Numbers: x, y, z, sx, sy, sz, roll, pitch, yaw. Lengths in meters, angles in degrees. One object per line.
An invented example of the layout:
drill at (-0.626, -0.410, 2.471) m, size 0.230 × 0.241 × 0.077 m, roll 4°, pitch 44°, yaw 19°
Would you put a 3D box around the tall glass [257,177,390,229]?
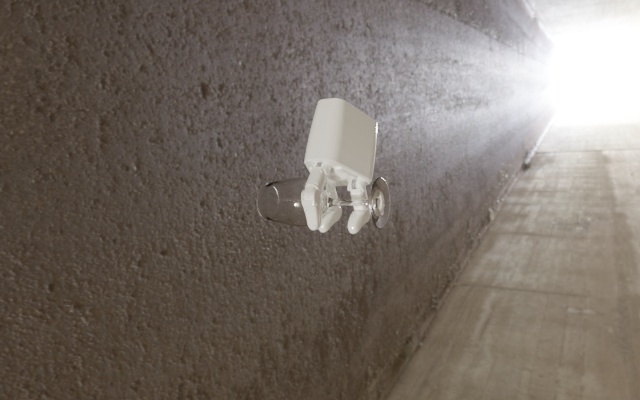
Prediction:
tall glass at (0.001, 0.003, 0.736) m, size 0.201 × 0.079 × 0.079 m, roll 0°, pitch 0°, yaw 30°
